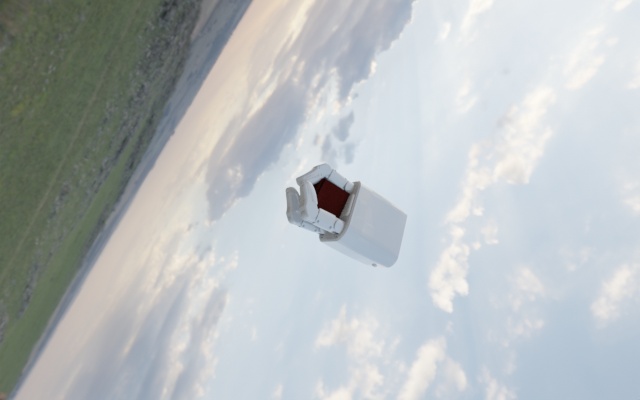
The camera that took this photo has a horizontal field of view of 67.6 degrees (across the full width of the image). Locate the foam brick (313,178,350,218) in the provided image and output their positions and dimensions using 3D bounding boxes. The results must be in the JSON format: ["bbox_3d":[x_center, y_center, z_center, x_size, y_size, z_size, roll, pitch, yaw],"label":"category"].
[{"bbox_3d":[0.000,0.002,0.773,0.051,0.053,0.078,30,-16,-18],"label":"foam brick"}]
